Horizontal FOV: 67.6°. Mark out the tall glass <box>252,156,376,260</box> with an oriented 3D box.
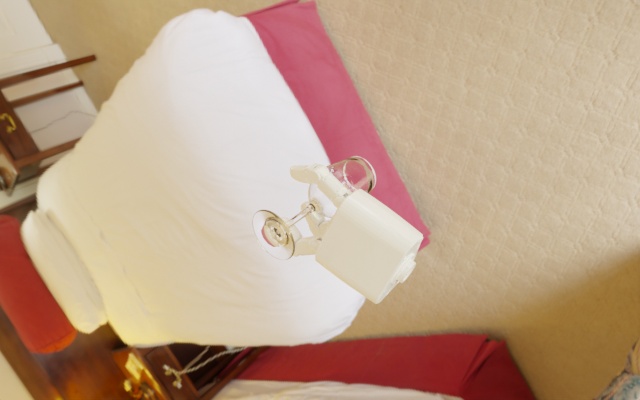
[{"bbox_3d":[0.000,0.002,0.682,0.079,0.079,0.201,0,26,43],"label":"tall glass"}]
